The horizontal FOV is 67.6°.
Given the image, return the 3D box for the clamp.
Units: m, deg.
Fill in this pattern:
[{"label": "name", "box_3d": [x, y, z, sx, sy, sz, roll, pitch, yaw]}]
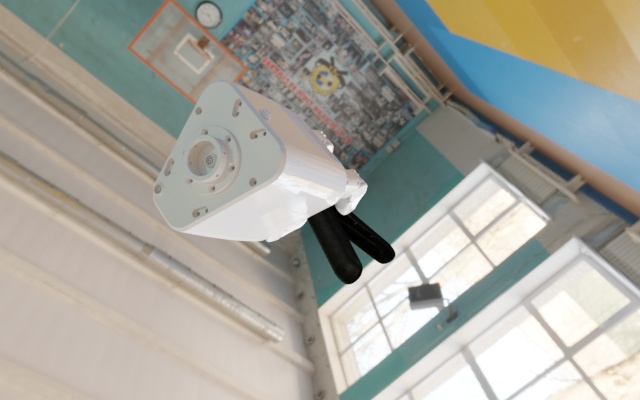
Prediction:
[{"label": "clamp", "box_3d": [-0.001, 0.002, 0.524, 0.036, 0.210, 0.164, -45, -21, 13]}]
